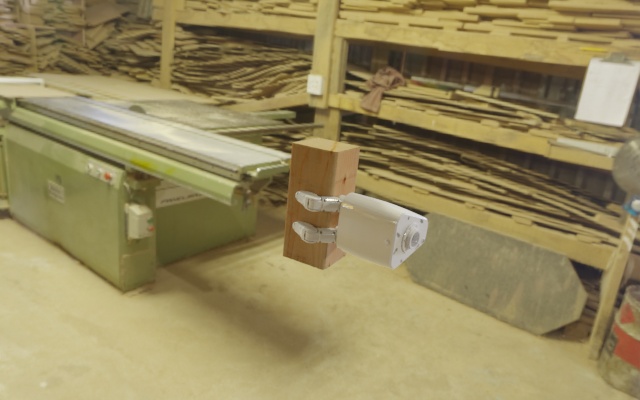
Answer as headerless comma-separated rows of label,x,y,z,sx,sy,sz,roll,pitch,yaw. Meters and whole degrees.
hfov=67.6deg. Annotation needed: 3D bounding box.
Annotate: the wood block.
wood block,0.001,0.003,0.840,0.090,0.206,0.091,15,19,27
